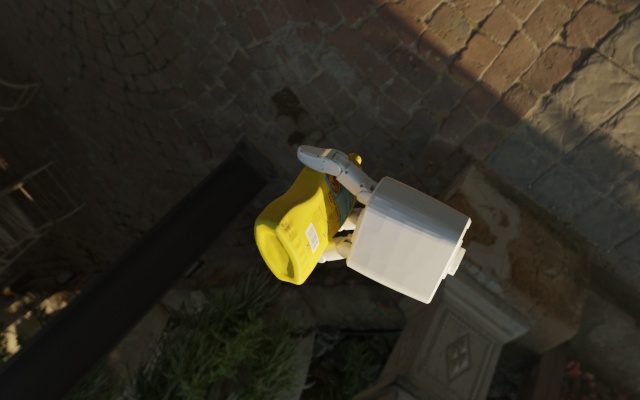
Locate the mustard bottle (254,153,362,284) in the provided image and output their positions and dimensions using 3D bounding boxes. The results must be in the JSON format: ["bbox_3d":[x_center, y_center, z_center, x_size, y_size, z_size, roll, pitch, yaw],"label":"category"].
[{"bbox_3d":[0.000,0.002,0.576,0.058,0.096,0.191,8,42,34],"label":"mustard bottle"}]
